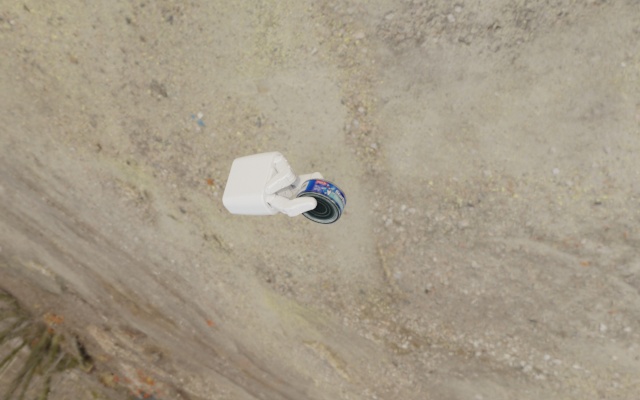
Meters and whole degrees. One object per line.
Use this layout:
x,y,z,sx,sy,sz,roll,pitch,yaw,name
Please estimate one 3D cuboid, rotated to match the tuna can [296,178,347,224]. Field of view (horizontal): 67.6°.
0.000,0.003,0.838,0.086,0.033,0.086,15,-38,12,tuna can
